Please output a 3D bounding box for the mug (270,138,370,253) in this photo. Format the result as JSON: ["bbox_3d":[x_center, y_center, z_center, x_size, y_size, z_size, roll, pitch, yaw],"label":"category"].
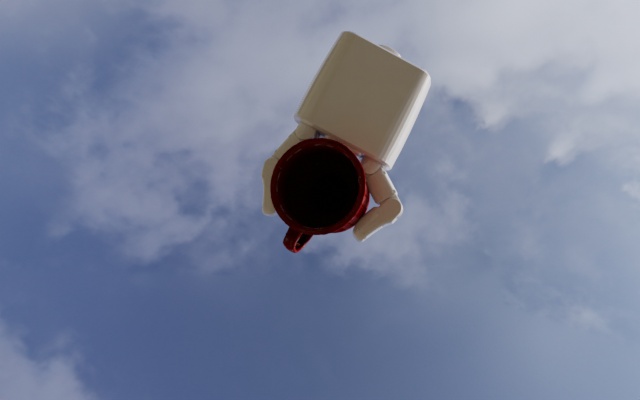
[{"bbox_3d":[0.000,0.003,0.487,0.093,0.117,0.081,28,0,15],"label":"mug"}]
